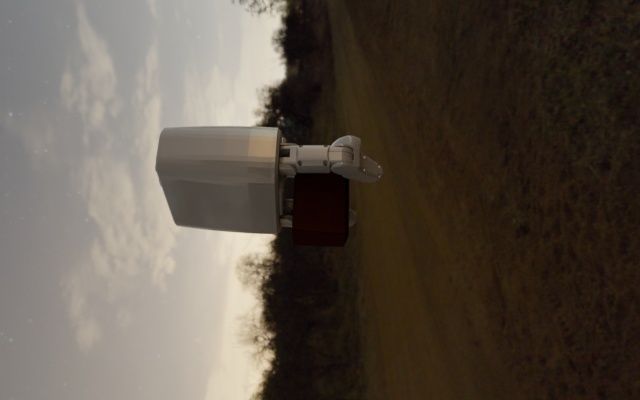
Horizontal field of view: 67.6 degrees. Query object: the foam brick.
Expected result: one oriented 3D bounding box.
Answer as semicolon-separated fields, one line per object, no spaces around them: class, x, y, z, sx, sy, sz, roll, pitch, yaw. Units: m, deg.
foam brick;0.000;0.002;0.458;0.051;0.078;0.053;2;-20;-2
